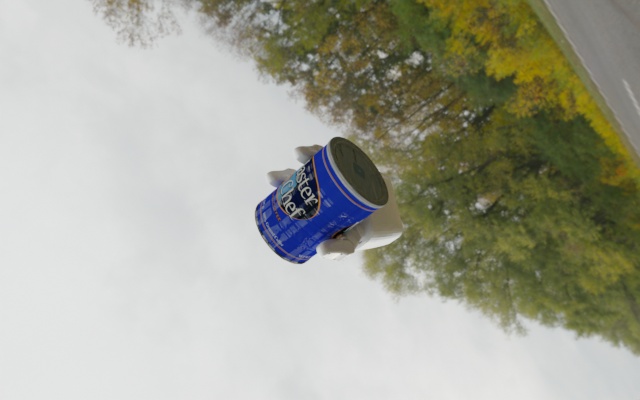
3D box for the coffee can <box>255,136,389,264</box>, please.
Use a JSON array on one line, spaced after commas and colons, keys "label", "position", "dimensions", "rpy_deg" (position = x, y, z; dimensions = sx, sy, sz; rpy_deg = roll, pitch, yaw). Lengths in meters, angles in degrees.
[{"label": "coffee can", "position": [0.000, 0.002, 0.605], "dimensions": [0.140, 0.102, 0.103], "rpy_deg": [-39, -20, 28]}]
